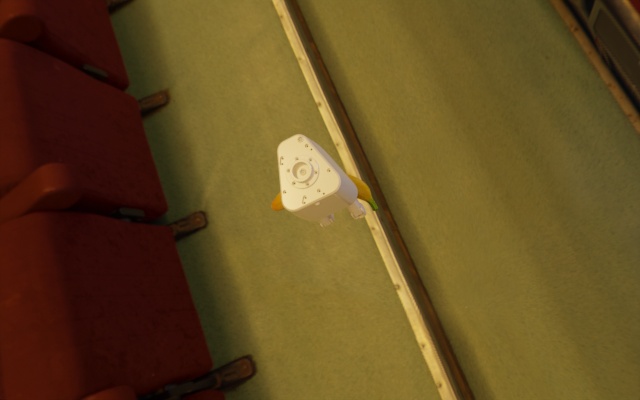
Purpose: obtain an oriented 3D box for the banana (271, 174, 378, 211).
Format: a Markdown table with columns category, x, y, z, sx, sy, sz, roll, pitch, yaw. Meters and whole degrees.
| category | x | y | z | sx | sy | sz | roll | pitch | yaw |
| --- | --- | --- | --- | --- | --- | --- | --- | --- | --- |
| banana | 0.004 | -0.016 | 0.860 | 0.198 | 0.069 | 0.037 | 0 | -4 | 14 |
